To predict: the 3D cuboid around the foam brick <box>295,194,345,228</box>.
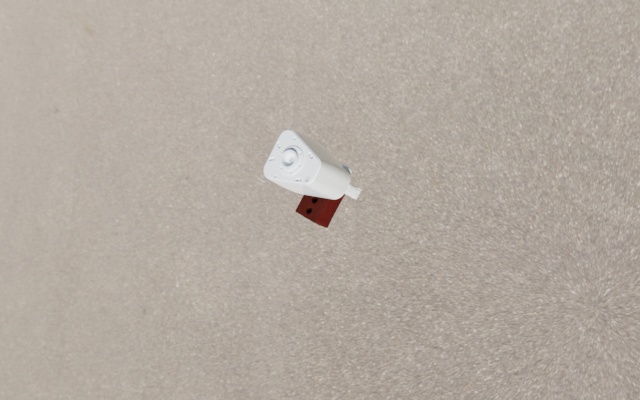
[{"bbox_3d":[0.000,0.003,0.893,0.053,0.078,0.051,30,4,31],"label":"foam brick"}]
